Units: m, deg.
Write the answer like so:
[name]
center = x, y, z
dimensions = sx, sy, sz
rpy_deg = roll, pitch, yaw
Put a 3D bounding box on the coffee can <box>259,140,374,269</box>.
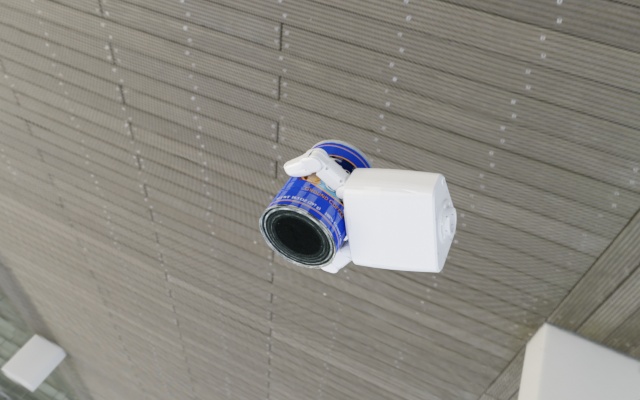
[coffee can]
center = 0.000, 0.002, 0.616
dimensions = 0.103, 0.103, 0.140
rpy_deg = 0, 39, 32
